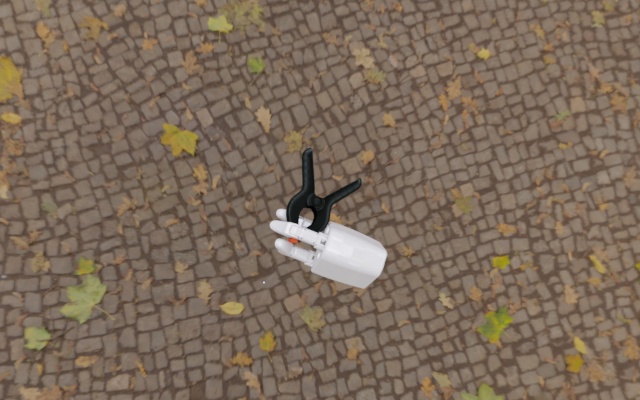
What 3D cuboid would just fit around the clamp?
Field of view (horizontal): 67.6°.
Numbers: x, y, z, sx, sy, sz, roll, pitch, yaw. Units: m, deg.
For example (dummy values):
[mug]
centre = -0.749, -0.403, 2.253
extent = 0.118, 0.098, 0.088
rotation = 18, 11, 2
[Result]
[clamp]
centre = 0.000, 0.003, 0.850
extent = 0.120, 0.171, 0.039
rotation = 21, -11, -5
